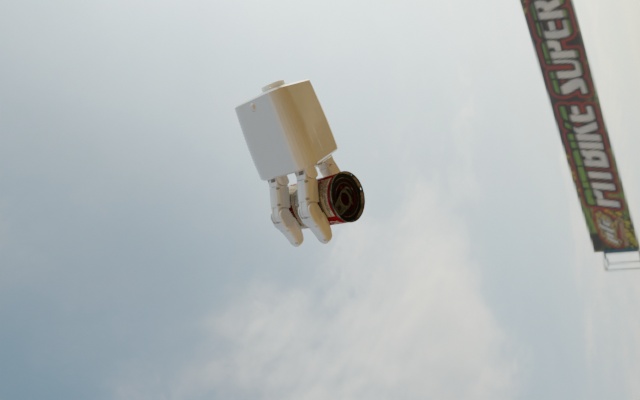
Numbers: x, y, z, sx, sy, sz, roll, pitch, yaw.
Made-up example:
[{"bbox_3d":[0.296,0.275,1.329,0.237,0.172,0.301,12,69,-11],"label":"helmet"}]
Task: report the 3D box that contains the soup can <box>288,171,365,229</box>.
[{"bbox_3d":[0.000,0.003,0.653,0.102,0.068,0.068,-11,-8,43],"label":"soup can"}]
